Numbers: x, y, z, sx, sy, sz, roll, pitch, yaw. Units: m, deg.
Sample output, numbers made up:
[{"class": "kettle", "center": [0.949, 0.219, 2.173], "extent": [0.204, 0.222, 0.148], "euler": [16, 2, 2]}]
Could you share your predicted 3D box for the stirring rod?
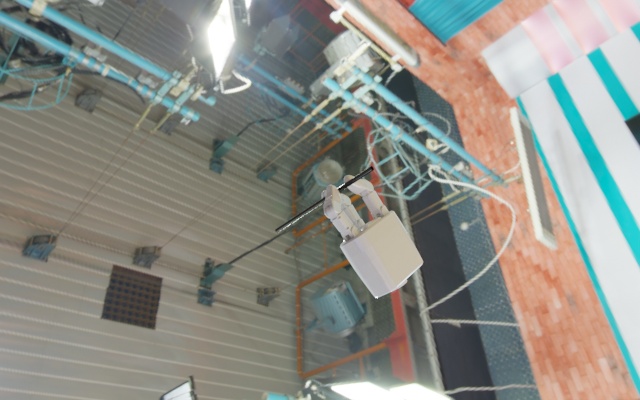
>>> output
[{"class": "stirring rod", "center": [0.000, 0.003, 0.829], "extent": [0.239, 0.011, 0.011], "euler": [-33, -21, 35]}]
